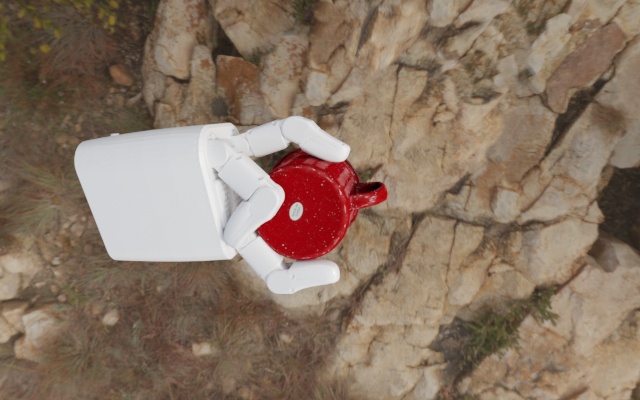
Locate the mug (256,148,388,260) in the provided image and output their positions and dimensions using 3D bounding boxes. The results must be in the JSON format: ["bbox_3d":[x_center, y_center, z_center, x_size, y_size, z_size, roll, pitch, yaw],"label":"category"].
[{"bbox_3d":[0.001,0.001,0.417,0.117,0.093,0.081,-5,12,9],"label":"mug"}]
